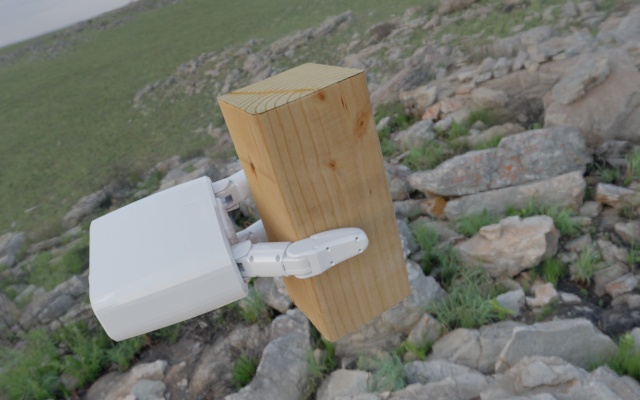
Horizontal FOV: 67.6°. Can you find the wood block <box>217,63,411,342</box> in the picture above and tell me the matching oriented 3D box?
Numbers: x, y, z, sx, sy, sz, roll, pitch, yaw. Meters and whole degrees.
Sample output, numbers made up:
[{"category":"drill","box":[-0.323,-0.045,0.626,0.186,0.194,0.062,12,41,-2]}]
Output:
[{"category":"wood block","box":[0.000,0.001,0.405,0.090,0.206,0.090,-26,29,-19]}]
